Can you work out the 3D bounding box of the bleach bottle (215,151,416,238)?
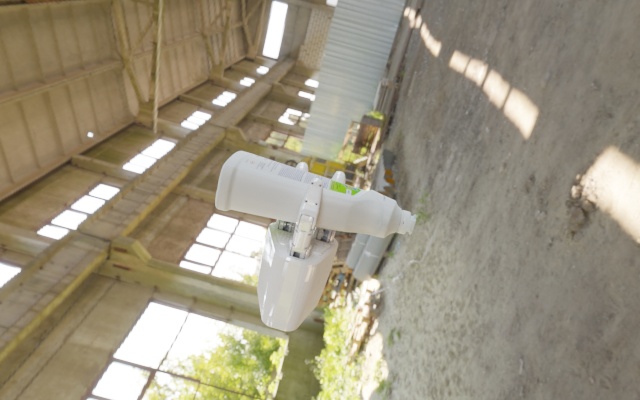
[{"bbox_3d":[0.000,0.002,0.621,0.251,0.068,0.102,15,20,0],"label":"bleach bottle"}]
